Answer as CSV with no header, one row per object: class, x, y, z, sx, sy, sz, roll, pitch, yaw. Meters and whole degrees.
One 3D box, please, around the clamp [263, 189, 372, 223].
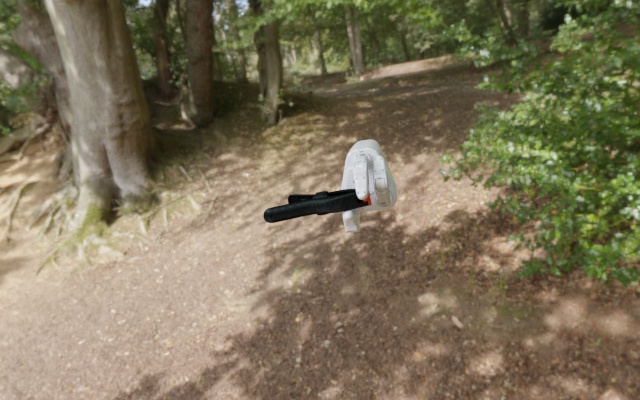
clamp,0.000,0.002,0.793,0.171,0.039,0.120,-7,17,11
